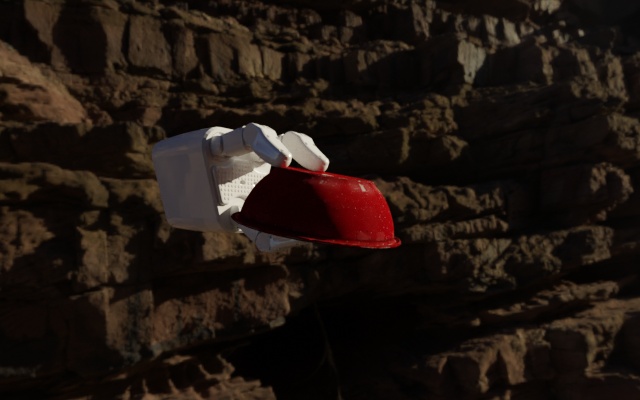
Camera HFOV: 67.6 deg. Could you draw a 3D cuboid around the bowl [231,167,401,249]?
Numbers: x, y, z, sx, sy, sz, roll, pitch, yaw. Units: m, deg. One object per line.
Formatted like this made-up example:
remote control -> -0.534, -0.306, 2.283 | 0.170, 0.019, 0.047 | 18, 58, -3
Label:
bowl -> 0.001, 0.001, 0.452 | 0.162, 0.055, 0.162 | 9, 5, -1
